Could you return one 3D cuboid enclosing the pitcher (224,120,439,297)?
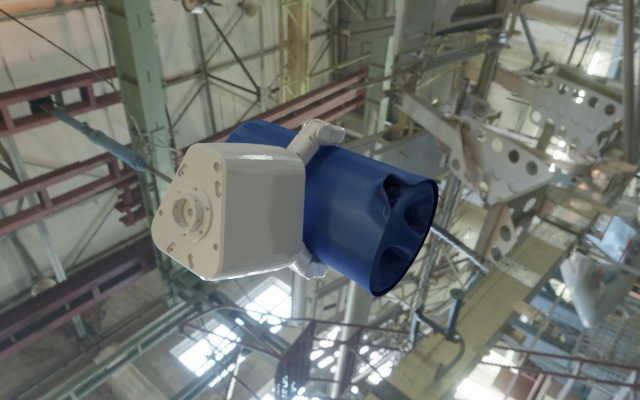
[{"bbox_3d":[0.000,0.002,0.550,0.242,0.149,0.145,27,17,29],"label":"pitcher"}]
